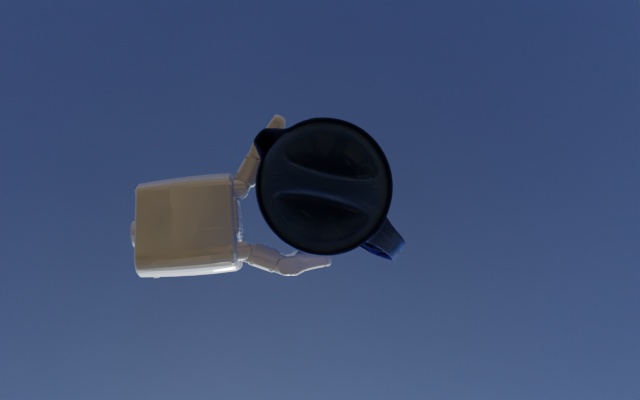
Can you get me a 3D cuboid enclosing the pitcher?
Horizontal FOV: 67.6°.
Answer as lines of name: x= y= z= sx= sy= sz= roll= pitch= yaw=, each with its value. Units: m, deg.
pitcher: x=0.000 y=0.002 z=0.568 sx=0.145 sy=0.149 sz=0.243 roll=-7 pitch=-4 yaw=-6
